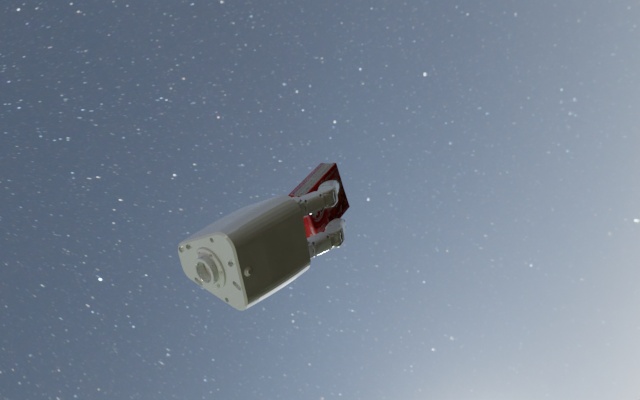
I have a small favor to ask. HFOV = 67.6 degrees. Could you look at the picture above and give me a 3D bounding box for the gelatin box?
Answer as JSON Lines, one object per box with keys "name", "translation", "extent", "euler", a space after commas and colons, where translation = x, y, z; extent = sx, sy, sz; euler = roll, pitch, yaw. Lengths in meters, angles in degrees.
{"name": "gelatin box", "translation": [0.000, 0.002, 0.643], "extent": [0.030, 0.073, 0.089], "euler": [3, 35, 35]}
